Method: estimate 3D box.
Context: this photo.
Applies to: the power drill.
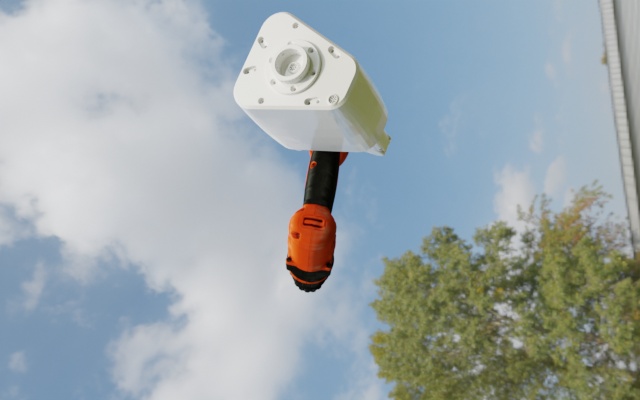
[{"bbox_3d":[0.000,0.001,0.551,0.057,0.187,0.184,8,-26,-1],"label":"power drill"}]
